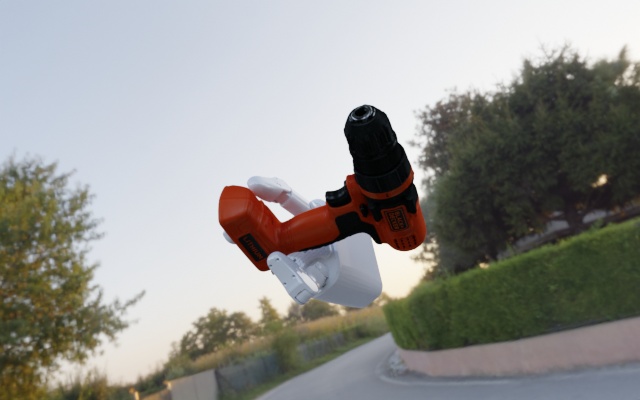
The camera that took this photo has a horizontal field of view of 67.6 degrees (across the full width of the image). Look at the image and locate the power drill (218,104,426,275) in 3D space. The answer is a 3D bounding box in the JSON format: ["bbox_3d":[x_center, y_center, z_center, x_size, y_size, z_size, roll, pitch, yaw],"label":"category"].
[{"bbox_3d":[0.000,0.002,0.465,0.187,0.057,0.185,-13,-44,15],"label":"power drill"}]
